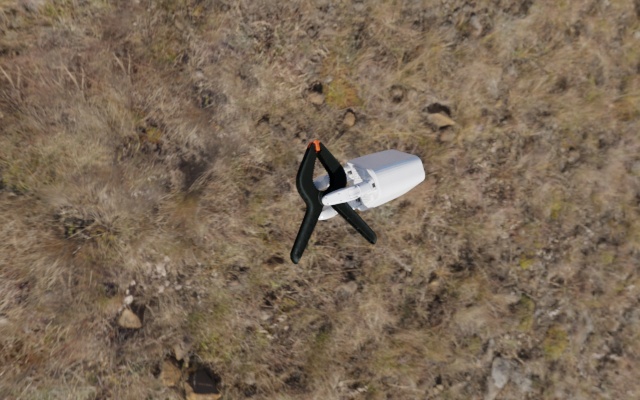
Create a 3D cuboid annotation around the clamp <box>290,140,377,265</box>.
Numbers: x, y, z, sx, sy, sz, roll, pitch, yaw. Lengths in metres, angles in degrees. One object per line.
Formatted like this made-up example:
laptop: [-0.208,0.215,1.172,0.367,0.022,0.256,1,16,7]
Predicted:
clamp: [0.000,0.002,0.831,0.164,0.210,0.036,-19,5,-22]
